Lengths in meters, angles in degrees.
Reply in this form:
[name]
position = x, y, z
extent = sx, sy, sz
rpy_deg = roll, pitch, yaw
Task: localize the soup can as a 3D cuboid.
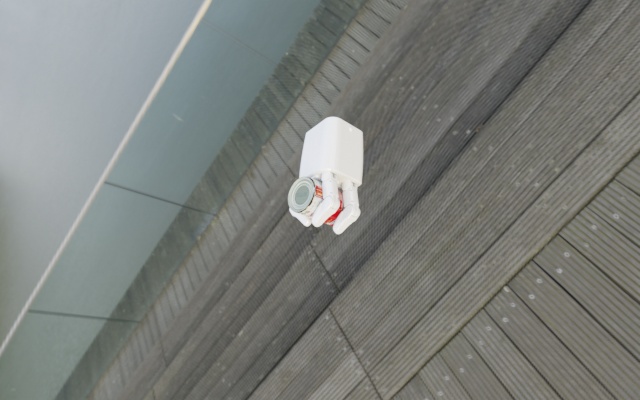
[soup can]
position = 0.000, 0.003, 0.863
extent = 0.068, 0.068, 0.102
rpy_deg = 0, -16, 46
